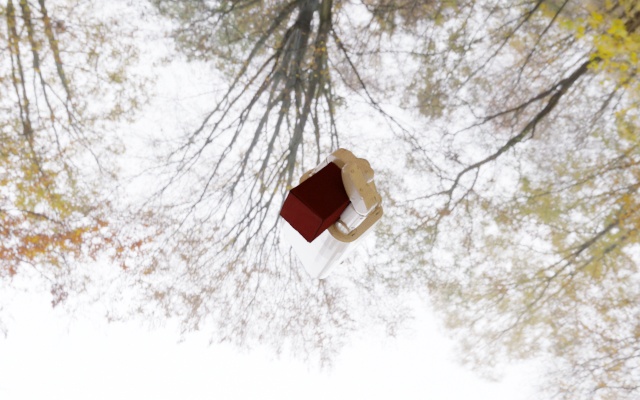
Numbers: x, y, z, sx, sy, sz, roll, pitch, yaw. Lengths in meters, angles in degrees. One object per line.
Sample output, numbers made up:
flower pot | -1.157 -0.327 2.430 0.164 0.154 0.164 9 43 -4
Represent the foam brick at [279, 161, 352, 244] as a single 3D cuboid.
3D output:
foam brick | 0.000 0.002 0.557 0.078 0.053 0.051 -37 -15 -40
